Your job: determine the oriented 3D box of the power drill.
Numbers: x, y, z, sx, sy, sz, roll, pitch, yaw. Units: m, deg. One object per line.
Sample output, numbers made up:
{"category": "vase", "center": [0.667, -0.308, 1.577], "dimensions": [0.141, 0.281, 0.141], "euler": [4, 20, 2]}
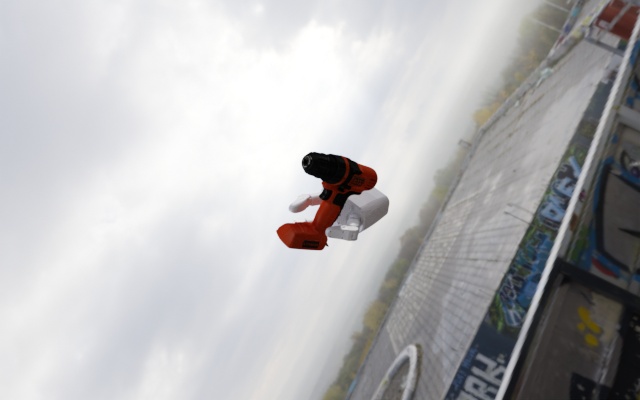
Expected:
{"category": "power drill", "center": [0.000, 0.003, 0.849], "dimensions": [0.184, 0.188, 0.057], "euler": [12, 31, -47]}
